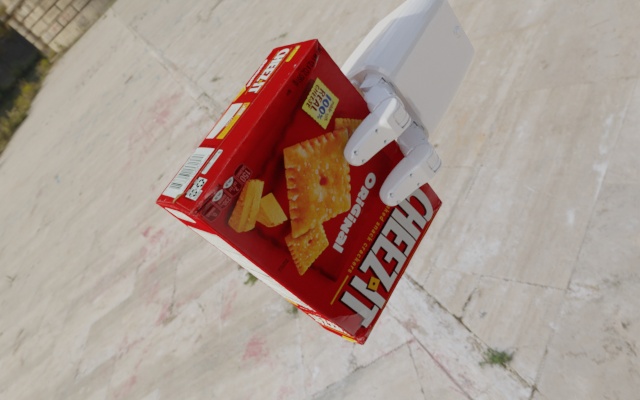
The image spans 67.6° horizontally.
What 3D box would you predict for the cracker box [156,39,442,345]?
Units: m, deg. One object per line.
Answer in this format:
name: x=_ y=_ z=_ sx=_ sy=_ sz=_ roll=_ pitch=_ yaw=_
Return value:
cracker box: x=0.000 y=0.001 z=0.411 sx=0.072 sy=0.164 sz=0.214 roll=11 pitch=-27 yaw=52
